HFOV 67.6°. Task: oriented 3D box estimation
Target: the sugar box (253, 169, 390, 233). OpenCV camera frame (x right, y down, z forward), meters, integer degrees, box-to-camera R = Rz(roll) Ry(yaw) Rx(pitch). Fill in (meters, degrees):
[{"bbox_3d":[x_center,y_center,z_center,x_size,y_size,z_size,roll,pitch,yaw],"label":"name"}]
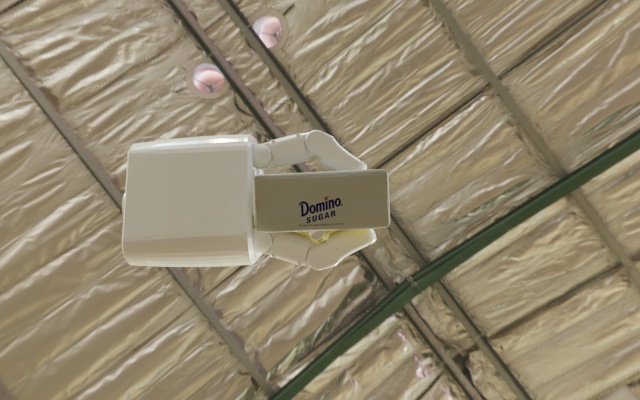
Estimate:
[{"bbox_3d":[0.000,0.002,0.404,0.093,0.048,0.176,-2,2,0],"label":"sugar box"}]
